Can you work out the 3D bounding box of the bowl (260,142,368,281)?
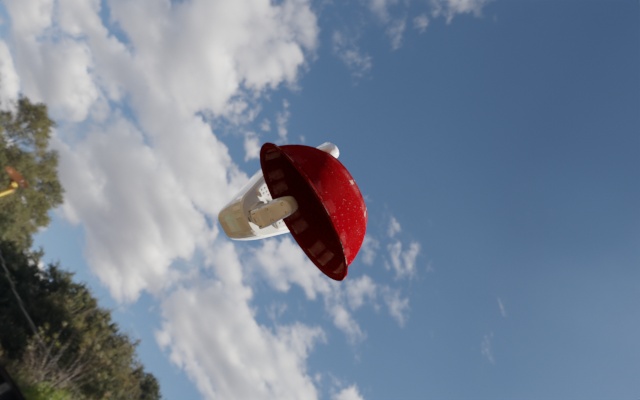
[{"bbox_3d":[0.001,0.002,0.500,0.055,0.162,0.162,-30,10,-18],"label":"bowl"}]
